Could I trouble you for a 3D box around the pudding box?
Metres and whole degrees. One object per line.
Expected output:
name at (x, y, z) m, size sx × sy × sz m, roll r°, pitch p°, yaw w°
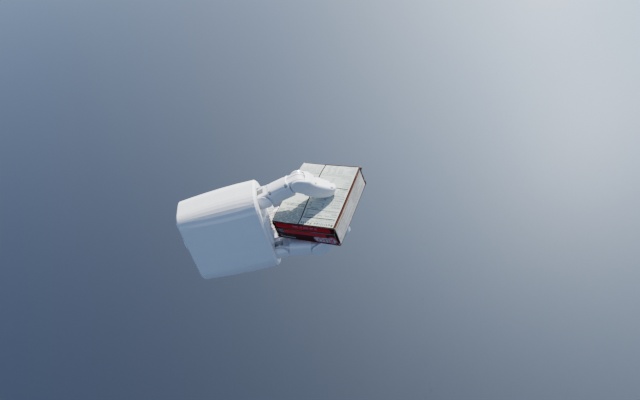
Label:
pudding box at (0.000, 0.002, 0.628) m, size 0.090 × 0.113 × 0.039 m, roll 7°, pitch -37°, yaw 24°
